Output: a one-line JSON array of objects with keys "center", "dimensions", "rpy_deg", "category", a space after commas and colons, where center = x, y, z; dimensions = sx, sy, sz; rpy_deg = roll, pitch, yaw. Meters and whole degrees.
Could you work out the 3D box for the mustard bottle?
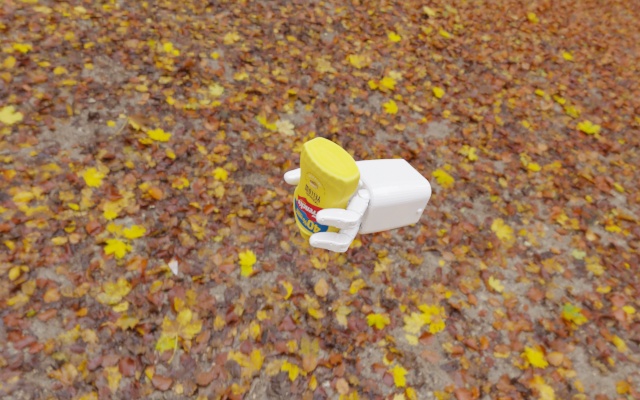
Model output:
[{"center": [0.000, 0.002, 0.738], "dimensions": [0.058, 0.192, 0.096], "rpy_deg": [-31, 61, -34], "category": "mustard bottle"}]
